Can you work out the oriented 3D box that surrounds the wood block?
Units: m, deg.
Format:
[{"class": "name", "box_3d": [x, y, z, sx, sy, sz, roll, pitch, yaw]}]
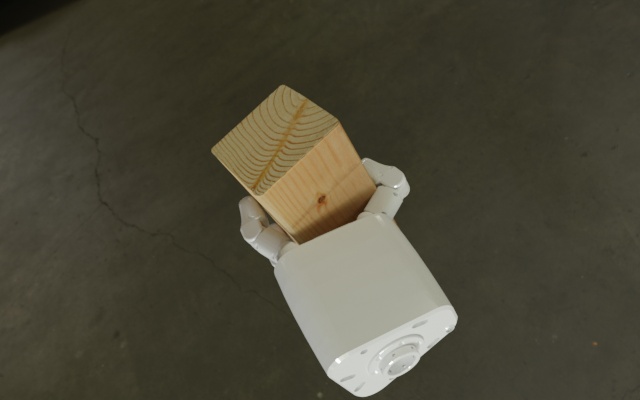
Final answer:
[{"class": "wood block", "box_3d": [0.000, 0.001, 0.472, 0.090, 0.091, 0.206, 40, -9, 41]}]
